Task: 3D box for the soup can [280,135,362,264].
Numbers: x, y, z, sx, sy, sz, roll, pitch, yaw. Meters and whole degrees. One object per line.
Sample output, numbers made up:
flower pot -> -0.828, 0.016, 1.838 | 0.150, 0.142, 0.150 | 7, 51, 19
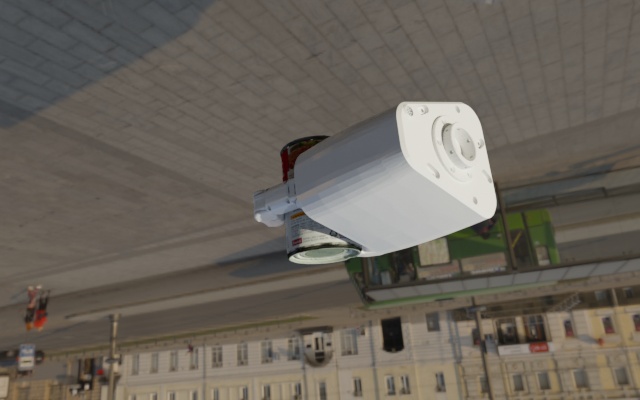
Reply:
soup can -> 0.000, 0.002, 0.436 | 0.068, 0.102, 0.068 | -5, -18, -1
